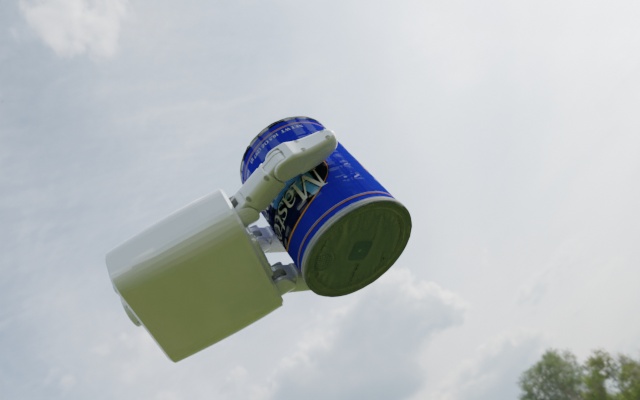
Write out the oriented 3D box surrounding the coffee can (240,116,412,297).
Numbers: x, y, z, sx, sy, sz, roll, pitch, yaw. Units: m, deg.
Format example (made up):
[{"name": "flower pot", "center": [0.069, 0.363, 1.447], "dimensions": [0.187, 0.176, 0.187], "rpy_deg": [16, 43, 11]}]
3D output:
[{"name": "coffee can", "center": [0.000, 0.001, 0.433], "dimensions": [0.103, 0.103, 0.140], "rpy_deg": [0, 36, -35]}]
